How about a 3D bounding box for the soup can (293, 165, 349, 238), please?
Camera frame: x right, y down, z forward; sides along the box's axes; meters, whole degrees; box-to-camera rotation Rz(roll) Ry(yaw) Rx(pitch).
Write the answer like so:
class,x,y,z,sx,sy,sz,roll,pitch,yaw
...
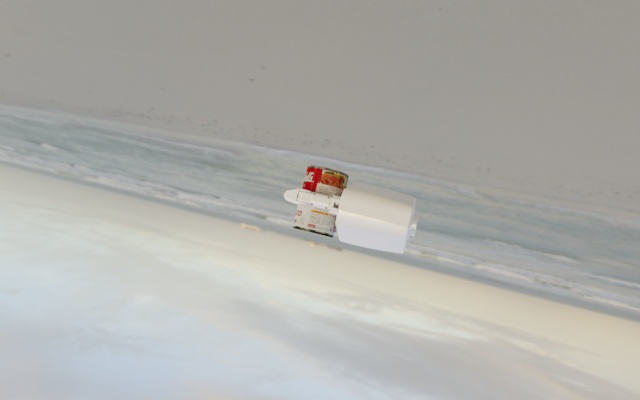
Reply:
class,x,y,z,sx,sy,sz,roll,pitch,yaw
soup can,0.000,0.003,0.755,0.068,0.102,0.068,14,-5,1
